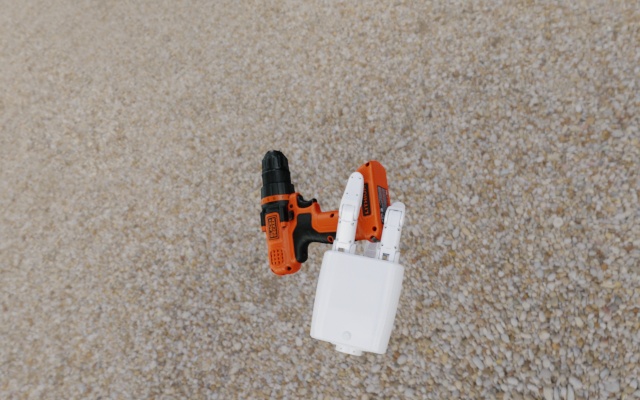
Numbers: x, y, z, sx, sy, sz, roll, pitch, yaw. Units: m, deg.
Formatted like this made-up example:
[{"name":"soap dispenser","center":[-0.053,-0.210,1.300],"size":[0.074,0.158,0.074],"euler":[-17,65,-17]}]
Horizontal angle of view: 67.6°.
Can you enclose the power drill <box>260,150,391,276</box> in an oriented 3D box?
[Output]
[{"name":"power drill","center":[0.001,0.002,0.661],"size":[0.187,0.184,0.057],"euler":[-13,-11,29]}]
